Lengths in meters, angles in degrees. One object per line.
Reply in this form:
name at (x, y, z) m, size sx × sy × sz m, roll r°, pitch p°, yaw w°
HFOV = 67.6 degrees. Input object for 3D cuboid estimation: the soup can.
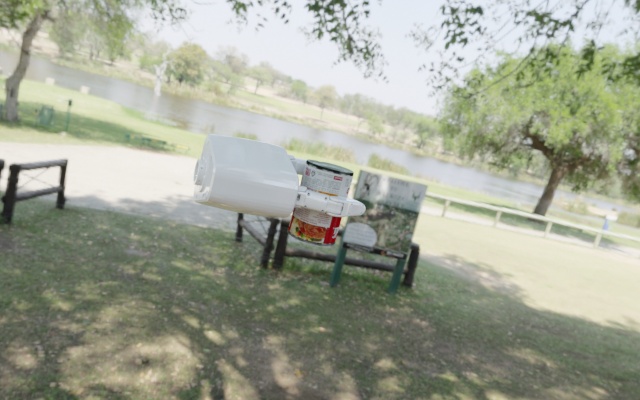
soup can at (0.001, 0.002, 0.642) m, size 0.068 × 0.102 × 0.068 m, roll 14°, pitch 11°, yaw -3°
